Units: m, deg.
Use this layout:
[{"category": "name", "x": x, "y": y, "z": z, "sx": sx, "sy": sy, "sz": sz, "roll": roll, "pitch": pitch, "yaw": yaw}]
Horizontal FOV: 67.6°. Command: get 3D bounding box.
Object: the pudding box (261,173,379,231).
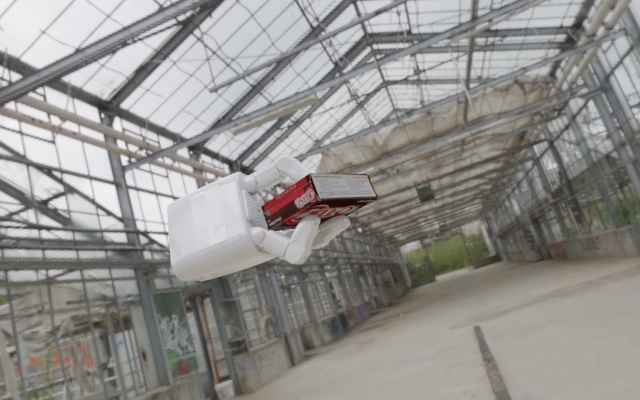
[{"category": "pudding box", "x": 0.000, "y": 0.002, "z": 0.572, "sx": 0.090, "sy": 0.039, "sz": 0.113, "roll": -30, "pitch": -16, "yaw": 39}]
